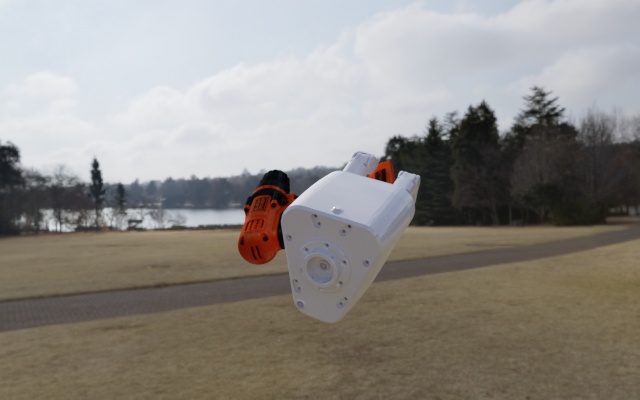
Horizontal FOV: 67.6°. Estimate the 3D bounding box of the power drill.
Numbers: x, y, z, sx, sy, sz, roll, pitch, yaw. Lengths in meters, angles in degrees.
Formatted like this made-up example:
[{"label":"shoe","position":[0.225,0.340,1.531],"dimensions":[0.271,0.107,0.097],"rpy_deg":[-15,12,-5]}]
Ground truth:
[{"label":"power drill","position":[0.001,0.002,0.587],"dimensions":[0.187,0.057,0.184],"rpy_deg":[-11,30,10]}]
